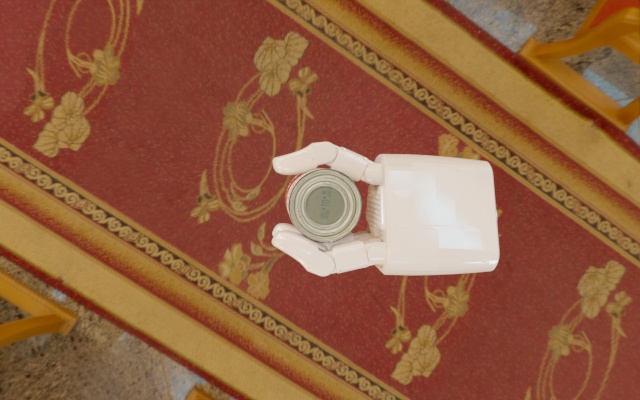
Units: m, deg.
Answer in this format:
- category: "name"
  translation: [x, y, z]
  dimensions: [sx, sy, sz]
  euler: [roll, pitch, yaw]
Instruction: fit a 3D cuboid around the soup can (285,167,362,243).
- category: "soup can"
  translation: [0.000, 0.001, 0.470]
  dimensions: [0.068, 0.068, 0.102]
  euler: [0, 4, -6]
